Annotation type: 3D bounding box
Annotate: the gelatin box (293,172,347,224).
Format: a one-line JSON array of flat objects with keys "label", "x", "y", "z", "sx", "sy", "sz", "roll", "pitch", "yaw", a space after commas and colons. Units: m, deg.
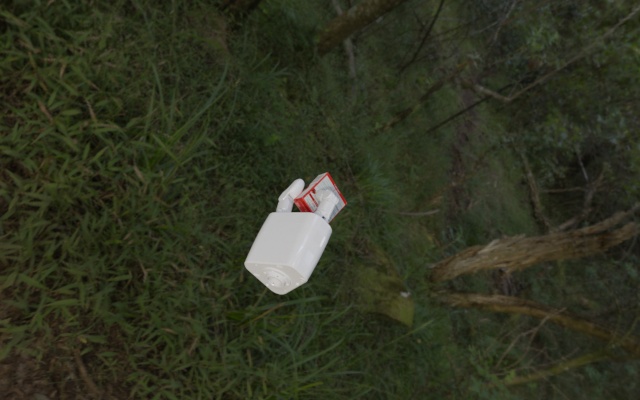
[{"label": "gelatin box", "x": 0.001, "y": 0.003, "z": 0.883, "sx": 0.030, "sy": 0.073, "sz": 0.089, "roll": -14, "pitch": 25, "yaw": 47}]
